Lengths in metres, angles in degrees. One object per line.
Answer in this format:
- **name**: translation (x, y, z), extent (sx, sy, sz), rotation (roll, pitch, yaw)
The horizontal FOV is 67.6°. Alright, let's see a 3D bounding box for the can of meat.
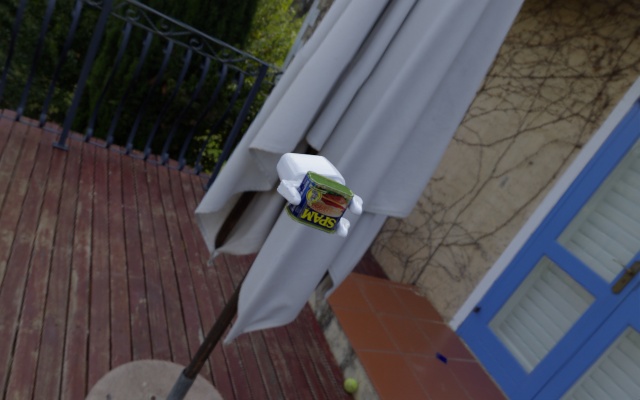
- **can of meat**: translation (0.000, 0.003, 0.874), extent (0.102, 0.084, 0.057), rotation (21, 20, -26)
